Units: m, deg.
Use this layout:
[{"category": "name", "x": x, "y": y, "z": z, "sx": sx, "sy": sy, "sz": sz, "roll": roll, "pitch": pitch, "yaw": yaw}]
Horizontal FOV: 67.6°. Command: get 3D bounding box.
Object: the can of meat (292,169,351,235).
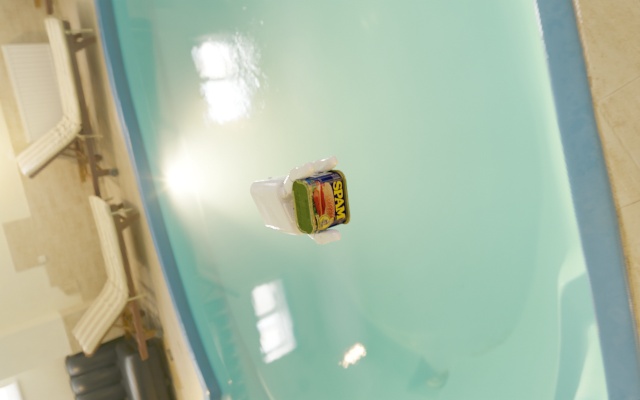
[{"category": "can of meat", "x": 0.000, "y": 0.003, "z": 0.844, "sx": 0.084, "sy": 0.102, "sz": 0.057, "roll": -16, "pitch": 16, "yaw": -35}]
